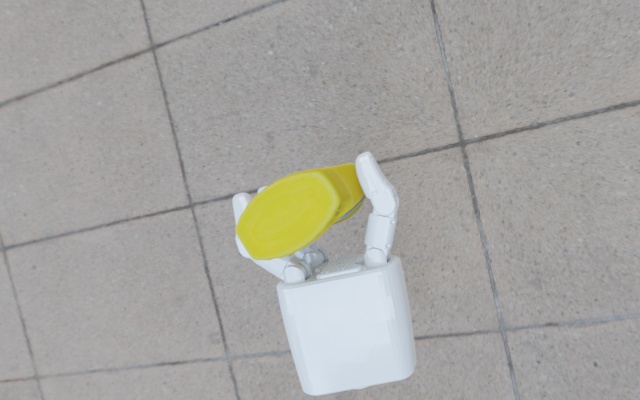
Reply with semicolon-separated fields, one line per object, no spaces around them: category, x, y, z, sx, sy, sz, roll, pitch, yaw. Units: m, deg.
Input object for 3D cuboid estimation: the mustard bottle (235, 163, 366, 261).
mustard bottle;0.000;0.001;0.464;0.096;0.058;0.191;-36;-4;19
